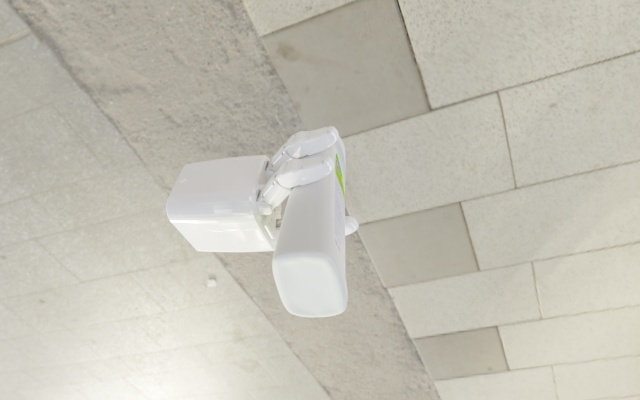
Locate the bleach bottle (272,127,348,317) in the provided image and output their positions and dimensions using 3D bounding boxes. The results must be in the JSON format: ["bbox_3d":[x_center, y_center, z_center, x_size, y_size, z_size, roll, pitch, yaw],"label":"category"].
[{"bbox_3d":[0.000,0.002,0.552,0.068,0.103,0.250,-4,40,10],"label":"bleach bottle"}]
